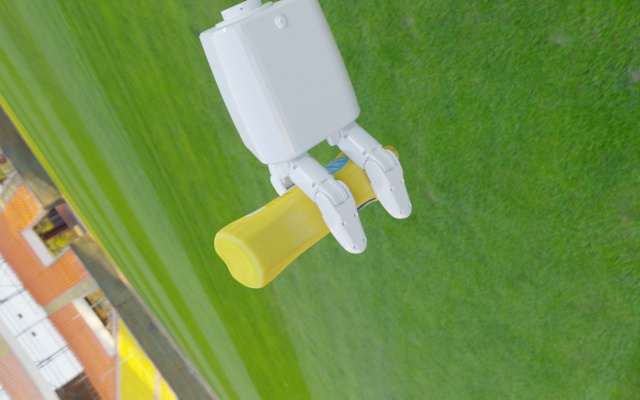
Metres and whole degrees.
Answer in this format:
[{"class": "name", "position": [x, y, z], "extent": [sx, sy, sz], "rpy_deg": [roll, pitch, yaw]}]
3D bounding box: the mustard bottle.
[{"class": "mustard bottle", "position": [0.000, 0.002, 0.432], "extent": [0.191, 0.058, 0.096], "rpy_deg": [-35, 4, -25]}]
